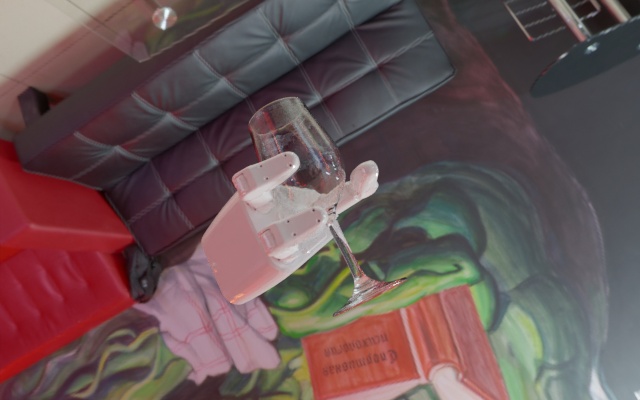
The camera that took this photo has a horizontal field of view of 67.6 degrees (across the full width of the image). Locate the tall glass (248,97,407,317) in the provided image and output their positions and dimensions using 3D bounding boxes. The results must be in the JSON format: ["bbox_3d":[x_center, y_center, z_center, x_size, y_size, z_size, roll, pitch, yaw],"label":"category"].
[{"bbox_3d":[0.001,0.002,0.450,0.079,0.201,0.079,-25,-15,-7],"label":"tall glass"}]
